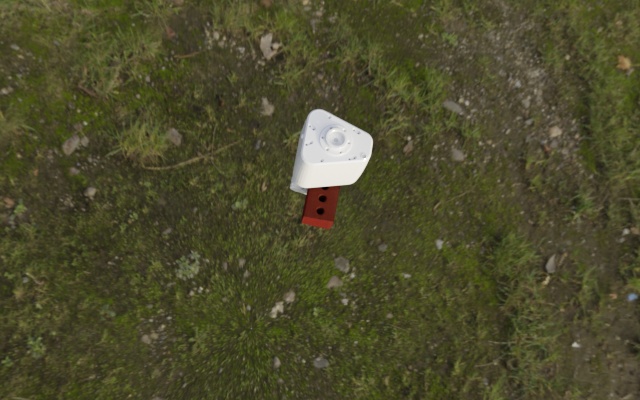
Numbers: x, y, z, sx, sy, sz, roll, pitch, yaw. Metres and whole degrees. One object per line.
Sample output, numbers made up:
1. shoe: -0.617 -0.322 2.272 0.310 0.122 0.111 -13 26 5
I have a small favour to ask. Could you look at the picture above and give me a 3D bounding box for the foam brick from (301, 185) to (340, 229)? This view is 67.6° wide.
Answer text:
1. foam brick: 0.000 0.003 0.817 0.053 0.078 0.051 11 -16 -5
